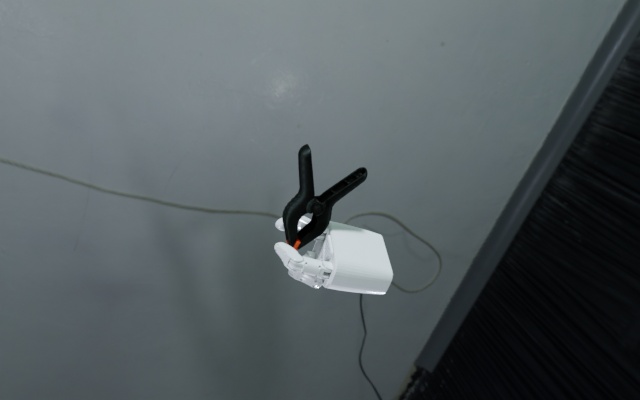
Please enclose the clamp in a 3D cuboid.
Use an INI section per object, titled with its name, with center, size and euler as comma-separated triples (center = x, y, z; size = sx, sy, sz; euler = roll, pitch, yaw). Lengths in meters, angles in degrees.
[clamp]
center = 0.000, 0.003, 0.748
size = 0.120, 0.171, 0.039
euler = 13, 23, -19
